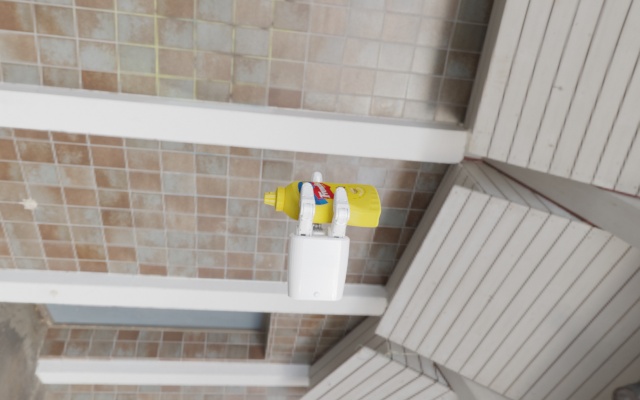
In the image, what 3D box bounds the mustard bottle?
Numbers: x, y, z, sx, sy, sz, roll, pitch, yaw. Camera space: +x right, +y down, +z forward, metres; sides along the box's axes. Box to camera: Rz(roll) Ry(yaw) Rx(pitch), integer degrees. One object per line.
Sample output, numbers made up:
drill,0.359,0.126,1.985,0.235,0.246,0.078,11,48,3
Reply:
mustard bottle,0.000,0.002,0.811,0.191,0.058,0.096,4,32,-8
